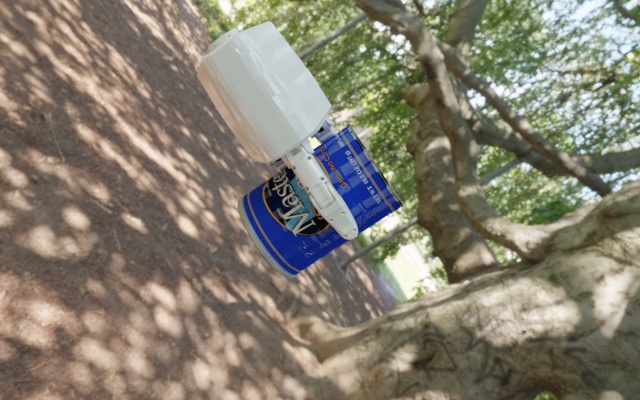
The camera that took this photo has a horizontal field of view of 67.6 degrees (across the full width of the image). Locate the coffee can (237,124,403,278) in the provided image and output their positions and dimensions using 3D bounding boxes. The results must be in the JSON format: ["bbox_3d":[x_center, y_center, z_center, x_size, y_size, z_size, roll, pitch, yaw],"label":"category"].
[{"bbox_3d":[0.000,0.002,0.501,0.140,0.103,0.103,-33,-5,8],"label":"coffee can"}]
